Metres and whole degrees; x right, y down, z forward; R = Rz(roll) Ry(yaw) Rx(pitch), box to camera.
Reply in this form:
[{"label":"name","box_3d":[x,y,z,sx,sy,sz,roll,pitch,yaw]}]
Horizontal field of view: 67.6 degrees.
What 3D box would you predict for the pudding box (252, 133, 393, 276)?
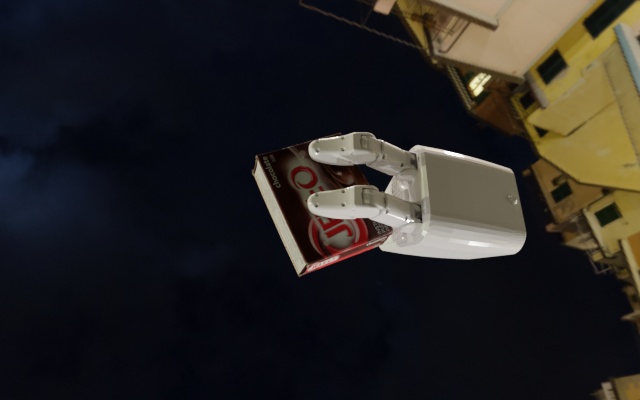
[{"label":"pudding box","box_3d":[0.000,0.001,0.438,0.090,0.113,0.039,-18,-21,-26]}]
